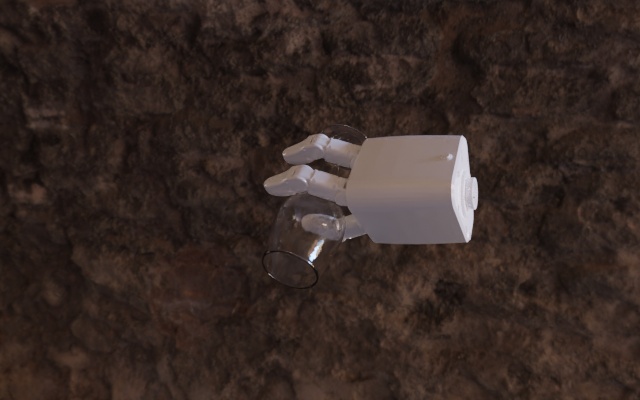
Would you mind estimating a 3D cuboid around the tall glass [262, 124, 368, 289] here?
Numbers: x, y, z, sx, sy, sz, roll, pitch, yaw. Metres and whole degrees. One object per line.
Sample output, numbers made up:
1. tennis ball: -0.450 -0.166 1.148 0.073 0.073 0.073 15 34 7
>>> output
1. tall glass: 0.000 0.001 0.547 0.079 0.079 0.201 0 44 27
